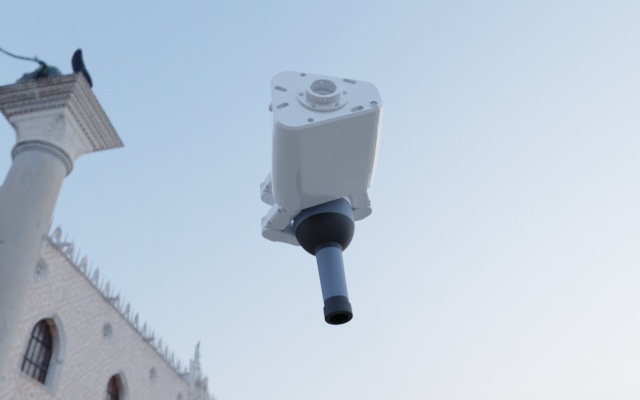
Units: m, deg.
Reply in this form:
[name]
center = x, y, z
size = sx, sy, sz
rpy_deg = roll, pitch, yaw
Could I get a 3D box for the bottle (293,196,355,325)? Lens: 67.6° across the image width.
[bottle]
center = 0.000, 0.002, 0.543
size = 0.069, 0.295, 0.069
rpy_deg = -5, -42, -4
